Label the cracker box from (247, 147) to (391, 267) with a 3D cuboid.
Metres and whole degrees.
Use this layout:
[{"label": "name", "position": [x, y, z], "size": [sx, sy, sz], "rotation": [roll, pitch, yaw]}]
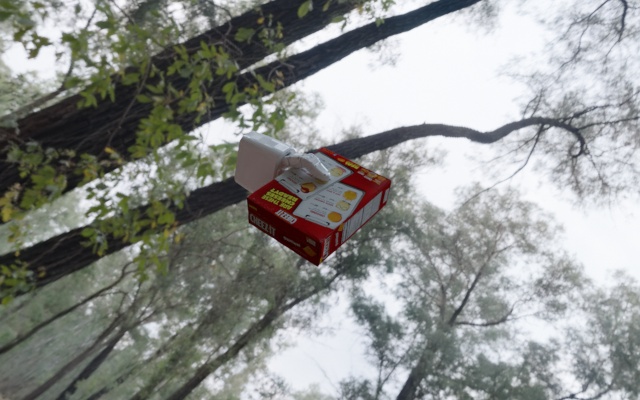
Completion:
[{"label": "cracker box", "position": [0.000, 0.003, 0.861], "size": [0.164, 0.072, 0.213], "rotation": [29, 47, 26]}]
